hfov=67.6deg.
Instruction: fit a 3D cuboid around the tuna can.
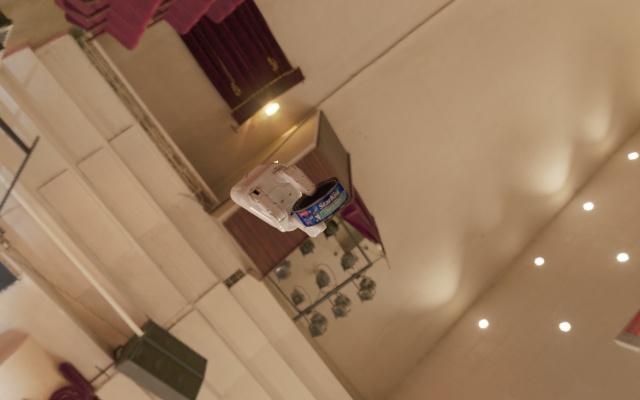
[{"bbox_3d":[0.000,0.003,0.734,0.086,0.034,0.086,-33,15,10],"label":"tuna can"}]
